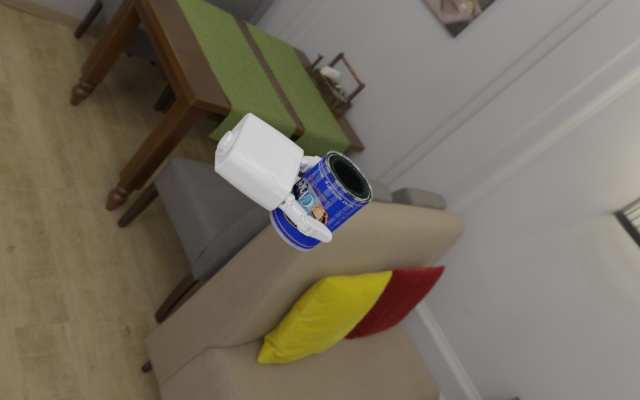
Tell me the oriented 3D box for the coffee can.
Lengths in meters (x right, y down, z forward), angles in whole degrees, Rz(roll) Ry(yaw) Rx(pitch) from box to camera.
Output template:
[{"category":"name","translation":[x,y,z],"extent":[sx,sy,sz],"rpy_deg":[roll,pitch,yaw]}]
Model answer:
[{"category":"coffee can","translation":[0.000,0.003,0.777],"extent":[0.140,0.102,0.103],"rpy_deg":[-41,-22,27]}]
